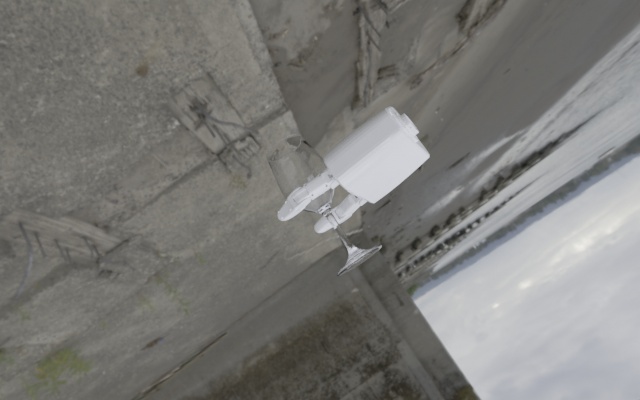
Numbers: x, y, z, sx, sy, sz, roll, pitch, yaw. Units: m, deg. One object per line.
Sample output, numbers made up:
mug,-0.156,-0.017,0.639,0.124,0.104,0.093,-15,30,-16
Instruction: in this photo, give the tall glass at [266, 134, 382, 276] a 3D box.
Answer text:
tall glass,0.000,0.003,0.675,0.079,0.201,0.079,-32,-14,-9
